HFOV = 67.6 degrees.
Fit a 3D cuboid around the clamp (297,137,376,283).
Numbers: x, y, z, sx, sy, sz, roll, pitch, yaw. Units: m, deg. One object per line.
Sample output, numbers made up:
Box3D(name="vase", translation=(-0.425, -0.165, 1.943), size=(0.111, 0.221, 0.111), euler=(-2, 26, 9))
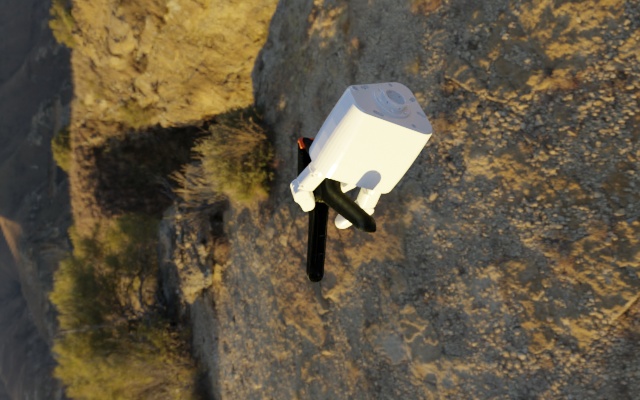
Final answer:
Box3D(name="clamp", translation=(-0.001, 0.002, 0.682), size=(0.036, 0.209, 0.165), euler=(3, -40, -31))
